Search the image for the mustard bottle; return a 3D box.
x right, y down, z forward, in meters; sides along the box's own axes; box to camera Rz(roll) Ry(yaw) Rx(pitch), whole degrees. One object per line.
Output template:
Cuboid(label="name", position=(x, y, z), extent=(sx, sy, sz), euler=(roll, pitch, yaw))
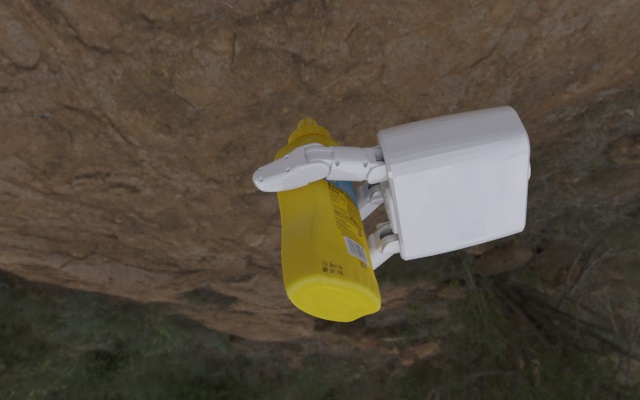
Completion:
Cuboid(label="mustard bottle", position=(0.000, 0.002, 0.415), extent=(0.058, 0.191, 0.096), euler=(-27, -39, 24))
